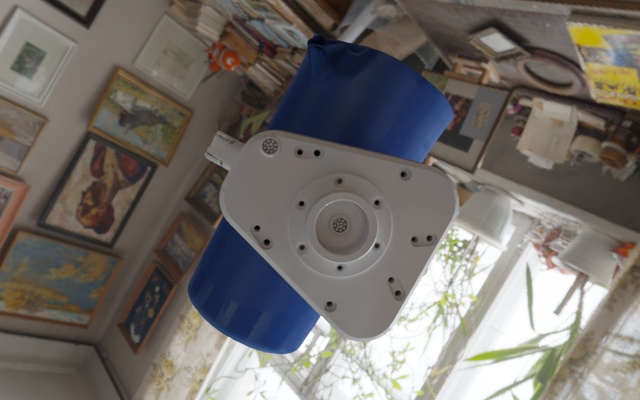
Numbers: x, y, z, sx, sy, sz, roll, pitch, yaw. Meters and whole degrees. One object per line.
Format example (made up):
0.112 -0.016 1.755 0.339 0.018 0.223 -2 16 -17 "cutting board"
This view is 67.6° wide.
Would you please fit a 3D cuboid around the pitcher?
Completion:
0.000 0.001 0.407 0.149 0.243 0.145 30 1 -7 "pitcher"
